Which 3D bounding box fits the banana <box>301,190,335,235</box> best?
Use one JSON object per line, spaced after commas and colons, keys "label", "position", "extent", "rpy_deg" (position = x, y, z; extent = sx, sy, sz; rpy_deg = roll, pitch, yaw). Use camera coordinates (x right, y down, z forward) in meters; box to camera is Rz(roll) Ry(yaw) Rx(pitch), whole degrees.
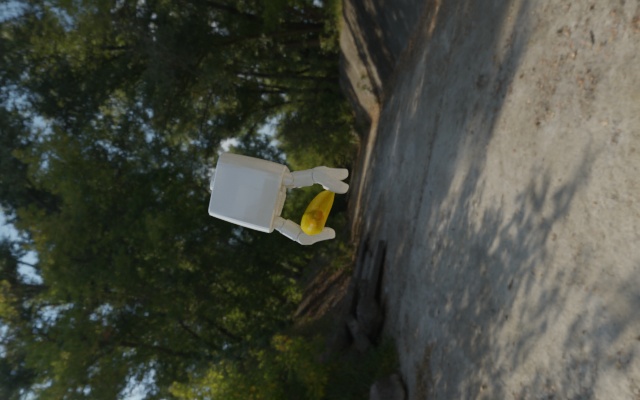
{"label": "banana", "position": [-0.005, 0.018, 0.746], "extent": [0.037, 0.070, 0.197], "rpy_deg": [20, 19, 2]}
